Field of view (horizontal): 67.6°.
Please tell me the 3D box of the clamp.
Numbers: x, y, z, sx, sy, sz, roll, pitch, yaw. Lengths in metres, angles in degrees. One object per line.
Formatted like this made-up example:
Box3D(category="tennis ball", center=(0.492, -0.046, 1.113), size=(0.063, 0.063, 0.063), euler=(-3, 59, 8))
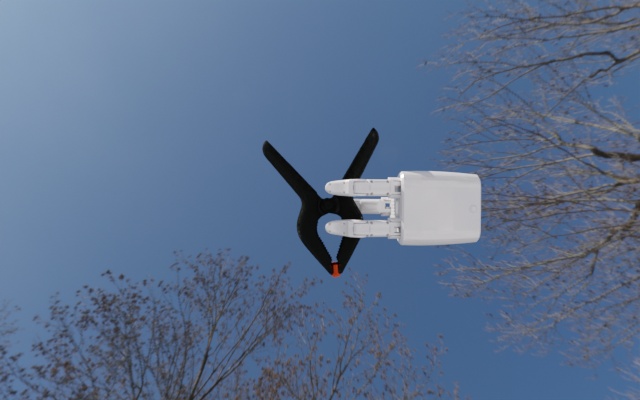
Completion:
Box3D(category="clamp", center=(0.000, 0.003, 0.677), size=(0.164, 0.210, 0.036), euler=(0, 1, 1))
